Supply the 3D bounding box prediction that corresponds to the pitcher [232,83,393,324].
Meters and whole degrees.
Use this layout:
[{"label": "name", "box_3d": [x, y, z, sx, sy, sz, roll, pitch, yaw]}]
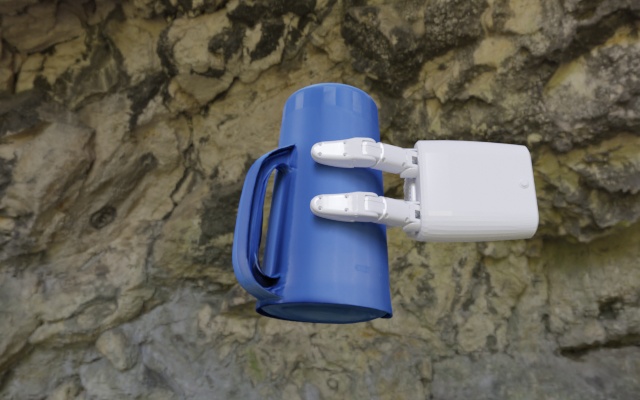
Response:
[{"label": "pitcher", "box_3d": [0.000, 0.002, 0.496, 0.145, 0.242, 0.149, 1, -21, 3]}]
